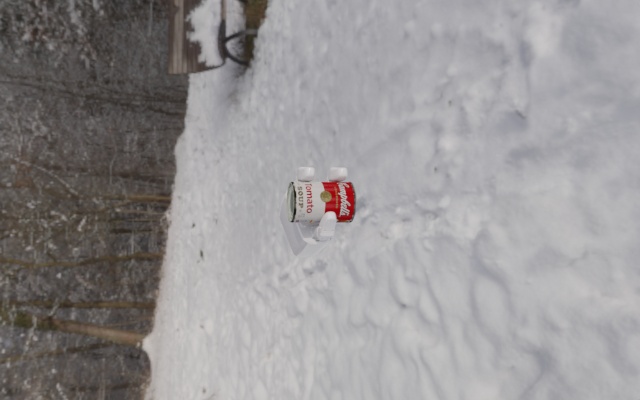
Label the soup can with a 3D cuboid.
[{"bbox_3d":[0.000,0.002,0.778,0.102,0.068,0.068,0,0,-15],"label":"soup can"}]
